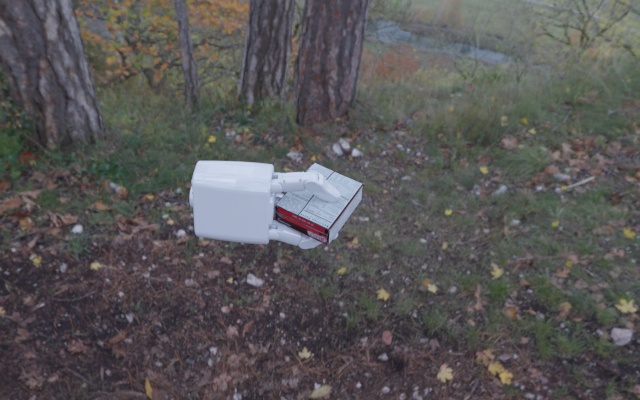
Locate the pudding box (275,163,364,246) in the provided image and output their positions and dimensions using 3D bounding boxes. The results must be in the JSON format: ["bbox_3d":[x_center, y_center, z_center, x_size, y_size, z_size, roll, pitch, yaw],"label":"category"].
[{"bbox_3d":[0.000,0.002,0.698,0.090,0.039,0.113,25,51,18],"label":"pudding box"}]
